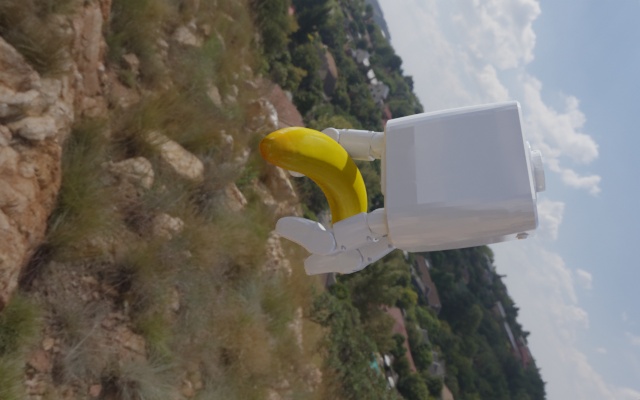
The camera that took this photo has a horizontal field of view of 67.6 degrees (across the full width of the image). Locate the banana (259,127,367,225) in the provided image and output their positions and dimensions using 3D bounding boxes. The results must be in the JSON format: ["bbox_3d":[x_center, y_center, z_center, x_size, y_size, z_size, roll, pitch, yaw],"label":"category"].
[{"bbox_3d":[0.007,-0.013,0.414,0.037,0.069,0.198,9,-27,26],"label":"banana"}]
